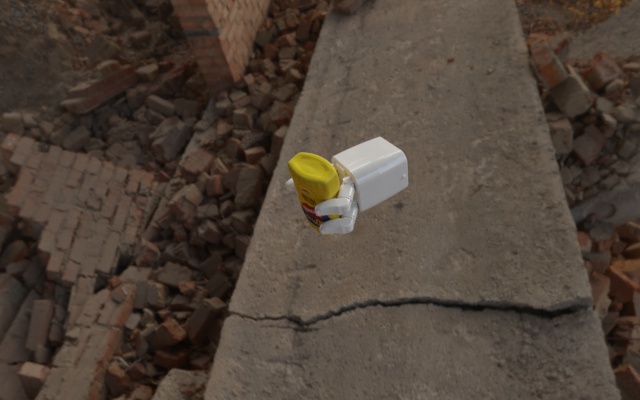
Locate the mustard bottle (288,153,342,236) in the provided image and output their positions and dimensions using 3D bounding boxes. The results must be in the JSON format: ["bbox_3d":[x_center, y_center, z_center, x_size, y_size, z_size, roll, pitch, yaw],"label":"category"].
[{"bbox_3d":[0.000,0.003,0.882,0.096,0.058,0.192,28,-29,31],"label":"mustard bottle"}]
